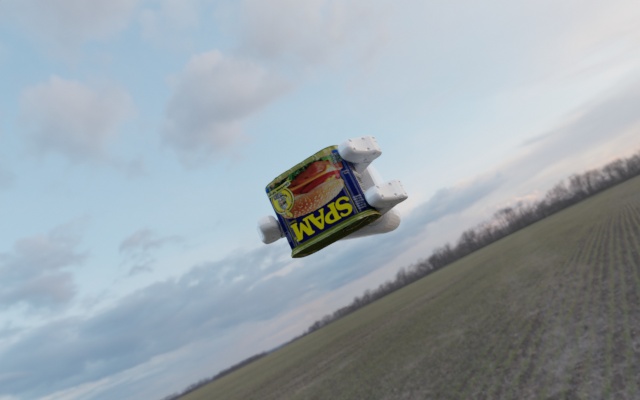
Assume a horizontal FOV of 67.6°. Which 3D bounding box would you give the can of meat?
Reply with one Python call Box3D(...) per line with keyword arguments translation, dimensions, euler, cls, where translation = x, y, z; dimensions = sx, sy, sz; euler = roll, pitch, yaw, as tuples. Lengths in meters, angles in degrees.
Box3D(translation=(0.000, 0.001, 0.508), dimensions=(0.102, 0.084, 0.057), euler=(-29, -14, 16), cls="can of meat")
